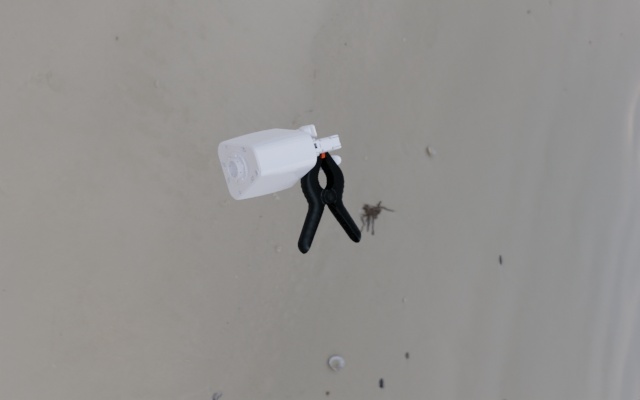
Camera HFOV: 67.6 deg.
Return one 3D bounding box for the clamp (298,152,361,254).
[{"bbox_3d":[0.001,0.002,0.772,0.120,0.171,0.039,-19,4,-39],"label":"clamp"}]
